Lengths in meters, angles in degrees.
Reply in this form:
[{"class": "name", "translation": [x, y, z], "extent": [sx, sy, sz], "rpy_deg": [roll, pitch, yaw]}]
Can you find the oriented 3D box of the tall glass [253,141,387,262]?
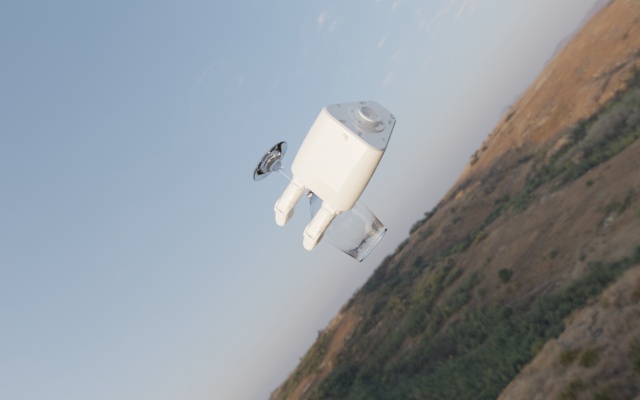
[{"class": "tall glass", "translation": [0.000, 0.002, 0.694], "extent": [0.201, 0.079, 0.079], "rpy_deg": [39, 9, 11]}]
